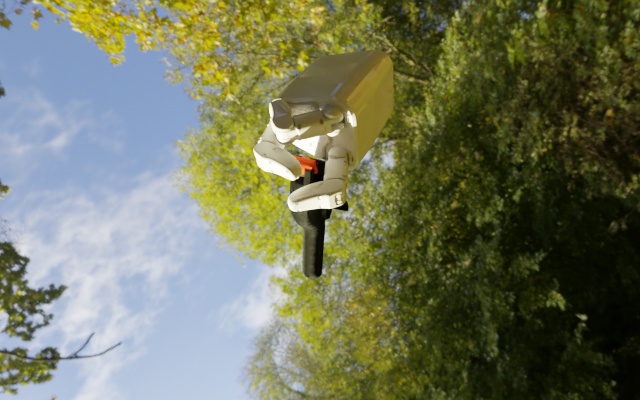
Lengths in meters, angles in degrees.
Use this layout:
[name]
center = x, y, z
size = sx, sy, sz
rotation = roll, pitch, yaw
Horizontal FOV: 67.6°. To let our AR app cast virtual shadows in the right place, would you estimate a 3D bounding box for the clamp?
[clamp]
center = -0.001, 0.002, 0.570
size = 0.039, 0.120, 0.172
rotation = 10, -42, 15
